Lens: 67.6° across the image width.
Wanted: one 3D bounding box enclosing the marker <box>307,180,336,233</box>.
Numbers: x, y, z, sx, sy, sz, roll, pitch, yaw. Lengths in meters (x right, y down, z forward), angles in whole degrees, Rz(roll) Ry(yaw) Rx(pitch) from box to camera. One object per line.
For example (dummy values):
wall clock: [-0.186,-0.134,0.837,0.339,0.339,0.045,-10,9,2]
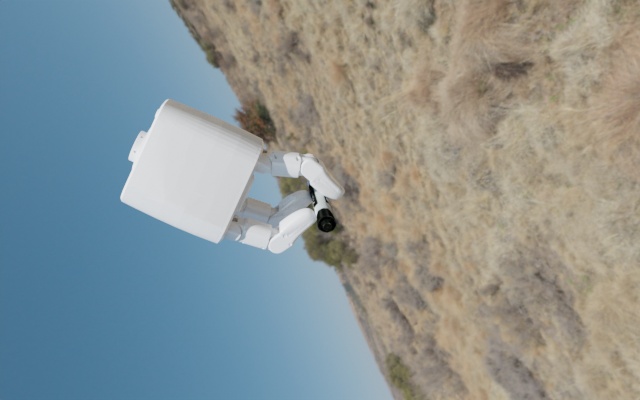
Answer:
marker: [0.000,0.002,0.516,0.020,0.020,0.121,0,23,-7]
